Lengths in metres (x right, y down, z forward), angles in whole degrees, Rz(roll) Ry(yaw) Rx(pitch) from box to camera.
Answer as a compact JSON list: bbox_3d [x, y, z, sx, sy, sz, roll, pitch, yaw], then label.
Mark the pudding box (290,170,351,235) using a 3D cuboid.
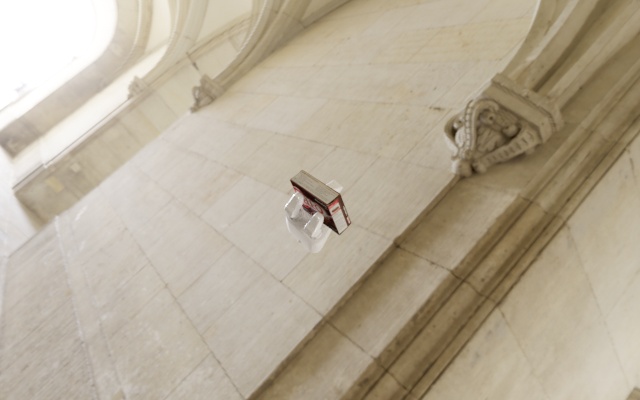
[{"bbox_3d":[0.000,0.003,0.897,0.113,0.039,0.090,32,-23,38],"label":"pudding box"}]
